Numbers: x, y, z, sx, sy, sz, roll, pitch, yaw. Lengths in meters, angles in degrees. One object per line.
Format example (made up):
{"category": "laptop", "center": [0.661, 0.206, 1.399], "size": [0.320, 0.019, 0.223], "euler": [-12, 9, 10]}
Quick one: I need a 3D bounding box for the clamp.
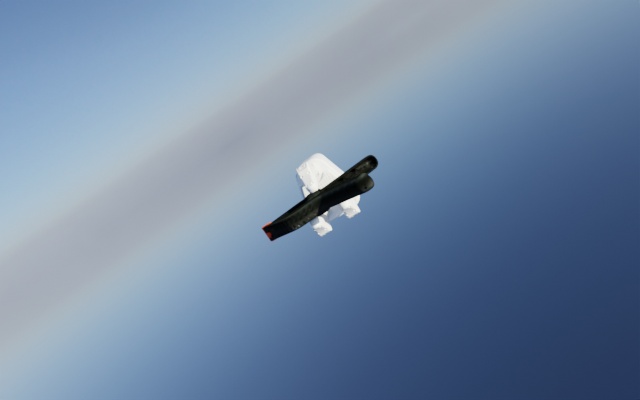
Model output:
{"category": "clamp", "center": [-0.001, 0.002, 0.721], "size": [0.210, 0.036, 0.164], "euler": [-33, 7, 9]}
